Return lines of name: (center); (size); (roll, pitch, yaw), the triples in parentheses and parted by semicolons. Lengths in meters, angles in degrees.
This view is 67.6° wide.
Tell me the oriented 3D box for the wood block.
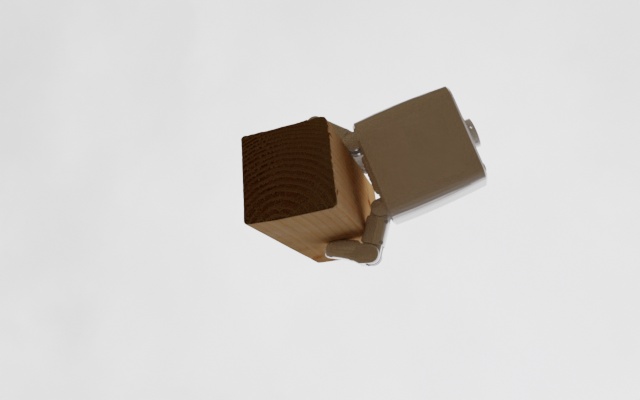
wood block: (0.001, 0.002, 0.522); (0.090, 0.090, 0.206); (-12, -20, 15)
